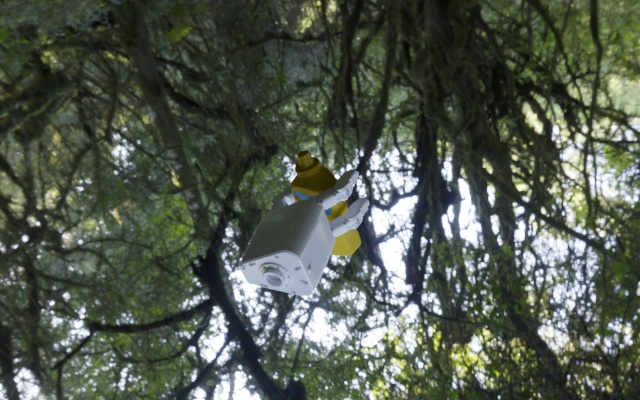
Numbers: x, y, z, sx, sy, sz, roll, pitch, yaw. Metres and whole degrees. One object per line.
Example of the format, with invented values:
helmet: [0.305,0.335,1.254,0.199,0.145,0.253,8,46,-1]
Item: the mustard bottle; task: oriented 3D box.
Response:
mustard bottle: [0.000,0.003,0.779,0.096,0.192,0.058,16,49,41]
